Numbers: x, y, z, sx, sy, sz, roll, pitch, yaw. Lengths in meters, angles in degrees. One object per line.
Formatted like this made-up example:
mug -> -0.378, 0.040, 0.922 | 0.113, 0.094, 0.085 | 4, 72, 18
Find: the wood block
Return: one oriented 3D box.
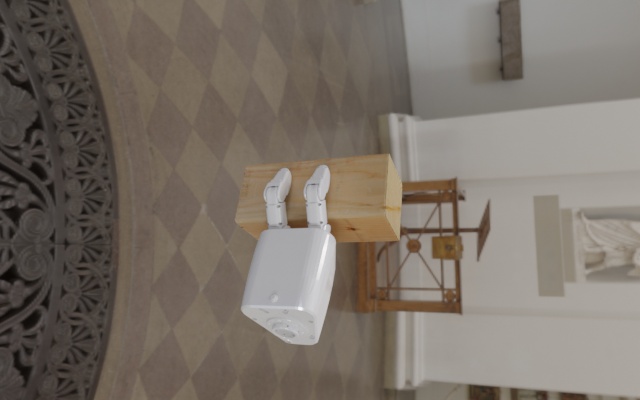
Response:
wood block -> 0.000, 0.003, 0.657 | 0.206, 0.090, 0.091 | -3, -26, 20
